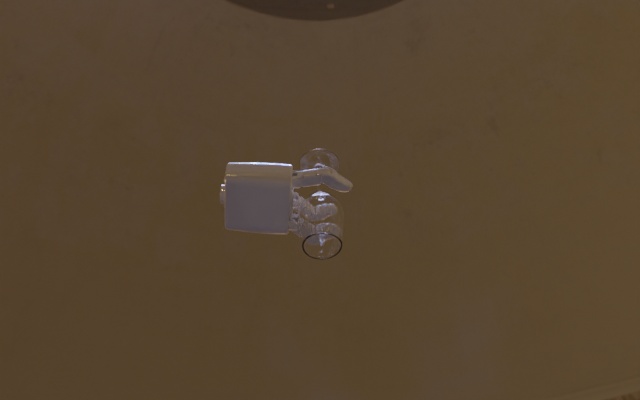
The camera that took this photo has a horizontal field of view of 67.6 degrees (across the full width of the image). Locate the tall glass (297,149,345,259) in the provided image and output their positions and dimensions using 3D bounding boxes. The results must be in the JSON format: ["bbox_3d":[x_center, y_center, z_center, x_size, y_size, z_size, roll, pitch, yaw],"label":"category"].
[{"bbox_3d":[0.000,0.002,0.801,0.079,0.079,0.200,0,43,-2],"label":"tall glass"}]
